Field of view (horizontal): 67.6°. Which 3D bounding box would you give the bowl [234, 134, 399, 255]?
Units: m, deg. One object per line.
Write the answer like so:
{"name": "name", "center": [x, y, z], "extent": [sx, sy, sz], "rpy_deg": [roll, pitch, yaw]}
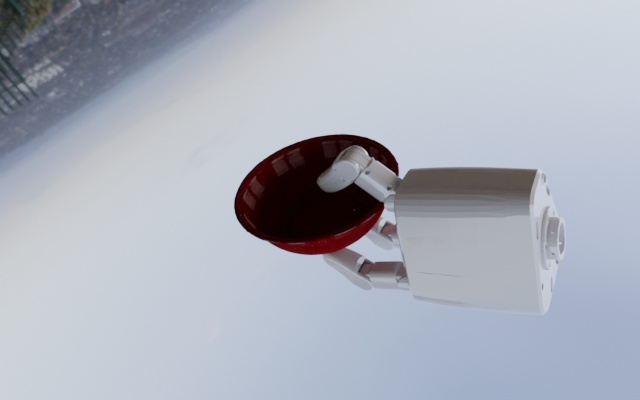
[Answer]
{"name": "bowl", "center": [-0.001, 0.001, 0.472], "extent": [0.162, 0.055, 0.162], "rpy_deg": [-10, 39, 9]}
